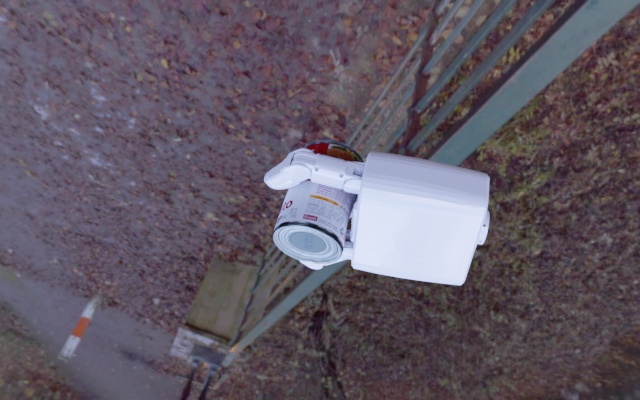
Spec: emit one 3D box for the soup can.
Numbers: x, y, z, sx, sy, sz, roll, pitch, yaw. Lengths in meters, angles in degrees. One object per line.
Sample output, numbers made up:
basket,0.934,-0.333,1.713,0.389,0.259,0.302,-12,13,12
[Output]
soup can,0.000,0.002,0.460,0.068,0.102,0.069,11,-35,8
